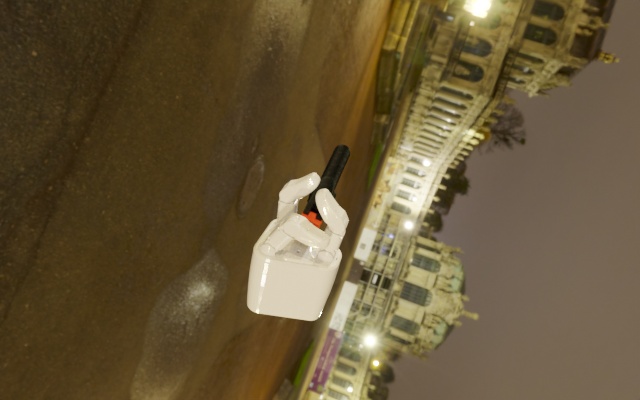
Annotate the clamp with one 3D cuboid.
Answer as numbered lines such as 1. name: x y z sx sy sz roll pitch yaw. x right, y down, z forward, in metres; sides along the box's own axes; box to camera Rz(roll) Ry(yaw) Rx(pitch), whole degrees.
1. clamp: 0.001 0.002 0.679 0.039 0.120 0.171 19 34 7
